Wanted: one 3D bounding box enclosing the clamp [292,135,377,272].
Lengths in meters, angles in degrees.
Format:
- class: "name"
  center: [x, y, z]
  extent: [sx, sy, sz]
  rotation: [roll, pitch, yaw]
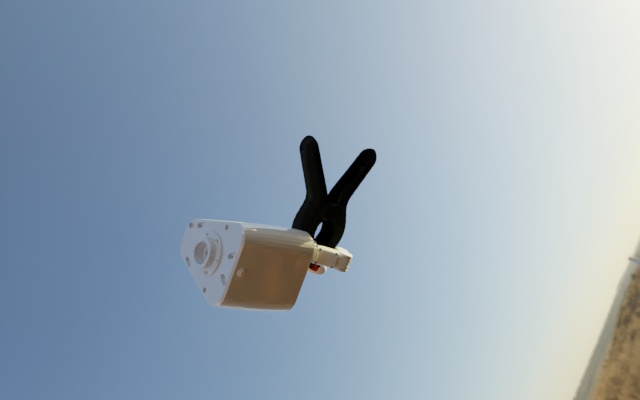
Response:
- class: "clamp"
  center: [0.000, 0.002, 0.587]
  extent: [0.120, 0.171, 0.039]
  rotation: [18, 5, -39]
